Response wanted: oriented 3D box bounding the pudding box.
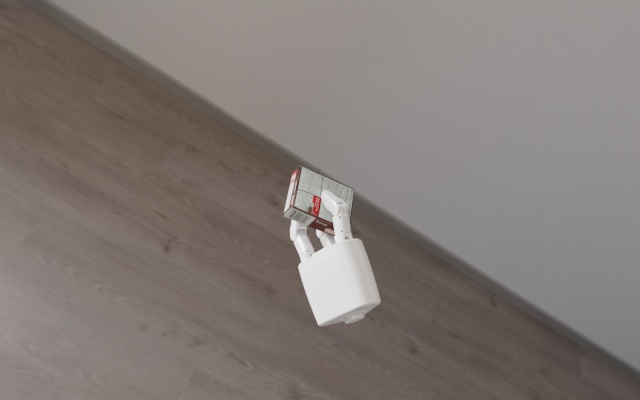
[{"bbox_3d":[0.000,0.003,0.816,0.113,0.090,0.039,24,-38,-20],"label":"pudding box"}]
